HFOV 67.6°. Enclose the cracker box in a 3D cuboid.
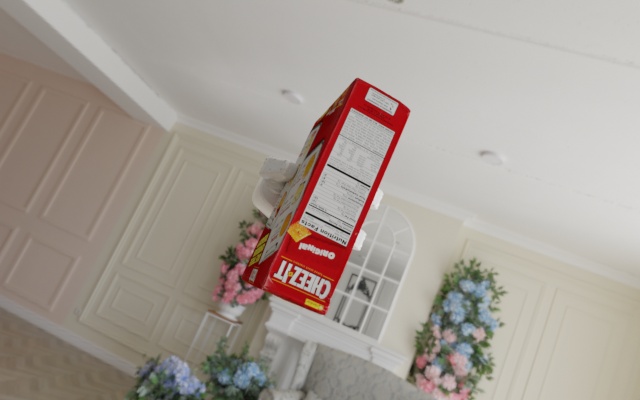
[{"bbox_3d":[0.000,0.001,0.502,0.072,0.213,0.164,26,-12,-11],"label":"cracker box"}]
